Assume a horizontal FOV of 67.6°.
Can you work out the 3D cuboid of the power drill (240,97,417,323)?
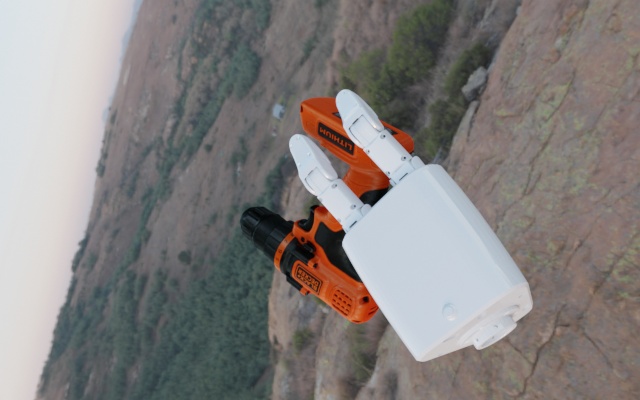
[{"bbox_3d":[0.000,0.001,0.460,0.184,0.188,0.057,32,33,28],"label":"power drill"}]
